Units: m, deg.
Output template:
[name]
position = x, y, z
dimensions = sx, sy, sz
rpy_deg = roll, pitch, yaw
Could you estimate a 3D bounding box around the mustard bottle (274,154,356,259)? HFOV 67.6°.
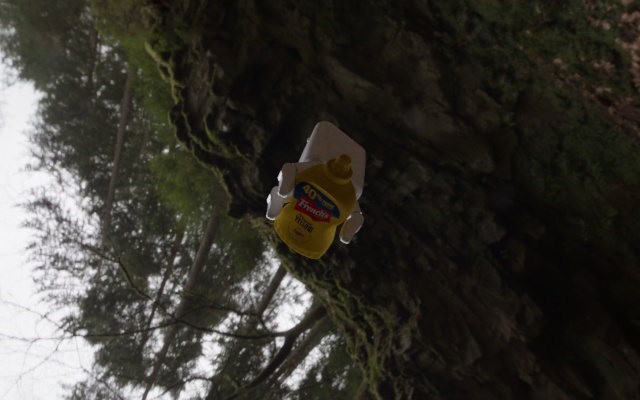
[mustard bottle]
position = 0.000, 0.003, 0.719
dimensions = 0.096, 0.192, 0.058
rpy_deg = 39, 43, 9
